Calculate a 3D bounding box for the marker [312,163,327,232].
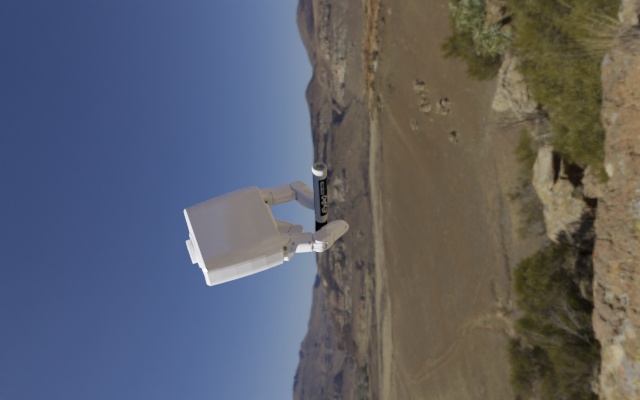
[{"bbox_3d":[0.000,0.002,0.646,0.020,0.121,0.020,-1,42,1],"label":"marker"}]
